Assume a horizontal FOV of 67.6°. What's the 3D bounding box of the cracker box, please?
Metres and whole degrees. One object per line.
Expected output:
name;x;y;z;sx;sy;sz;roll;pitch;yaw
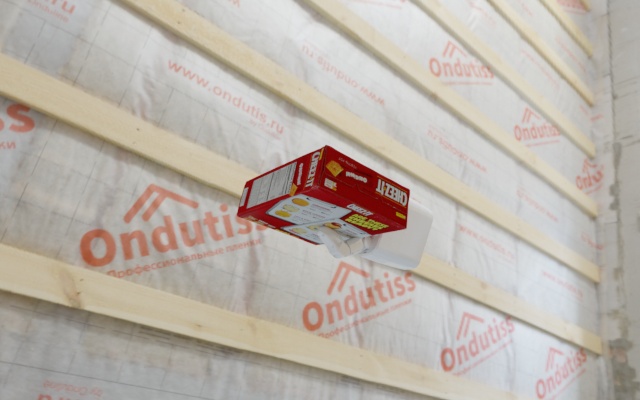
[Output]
cracker box;0.000;0.003;0.718;0.164;0.072;0.214;24;-25;-32
